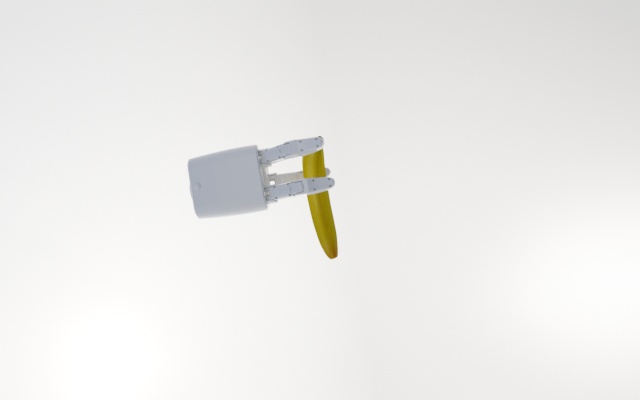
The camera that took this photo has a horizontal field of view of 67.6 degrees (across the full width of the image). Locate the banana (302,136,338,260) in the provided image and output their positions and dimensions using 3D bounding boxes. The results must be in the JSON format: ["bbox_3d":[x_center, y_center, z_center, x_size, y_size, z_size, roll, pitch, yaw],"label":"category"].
[{"bbox_3d":[-0.002,-0.007,0.738,0.037,0.198,0.069,-10,20,-3],"label":"banana"}]
